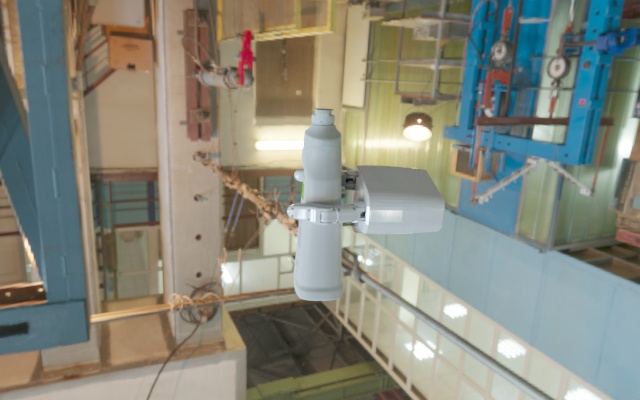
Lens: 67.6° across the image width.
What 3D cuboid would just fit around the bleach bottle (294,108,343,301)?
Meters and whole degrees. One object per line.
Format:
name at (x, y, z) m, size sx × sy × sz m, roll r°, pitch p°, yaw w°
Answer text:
bleach bottle at (0.000, 0.002, 0.657) m, size 0.068 × 0.251 × 0.102 m, roll 0°, pitch 15°, yaw -7°
